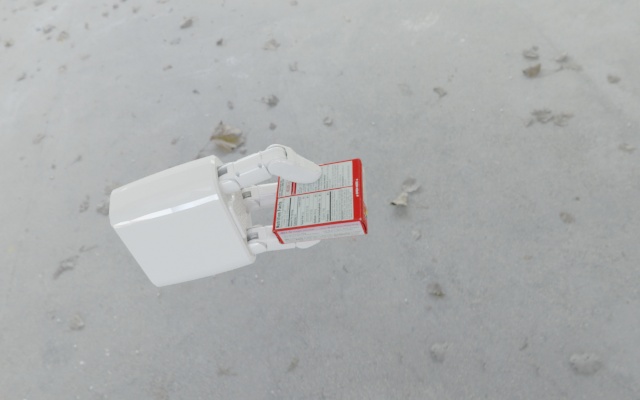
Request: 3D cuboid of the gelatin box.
[{"bbox_3d":[0.000,0.001,0.468,0.089,0.073,0.030,-9,-36,14],"label":"gelatin box"}]
